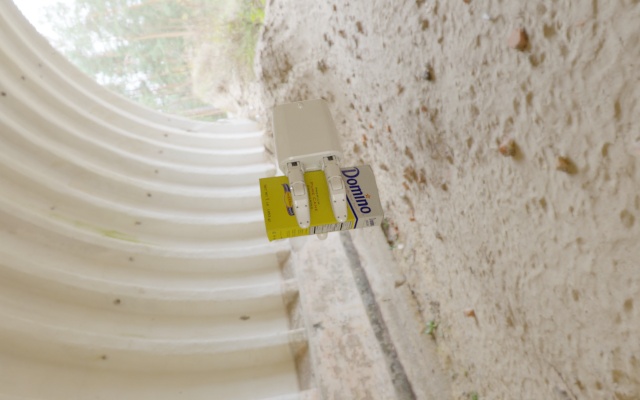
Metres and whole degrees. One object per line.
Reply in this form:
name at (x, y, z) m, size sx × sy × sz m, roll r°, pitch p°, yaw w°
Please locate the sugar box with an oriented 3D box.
sugar box at (0.000, 0.002, 0.726) m, size 0.176 × 0.093 × 0.048 m, roll -9°, pitch -25°, yaw -5°
